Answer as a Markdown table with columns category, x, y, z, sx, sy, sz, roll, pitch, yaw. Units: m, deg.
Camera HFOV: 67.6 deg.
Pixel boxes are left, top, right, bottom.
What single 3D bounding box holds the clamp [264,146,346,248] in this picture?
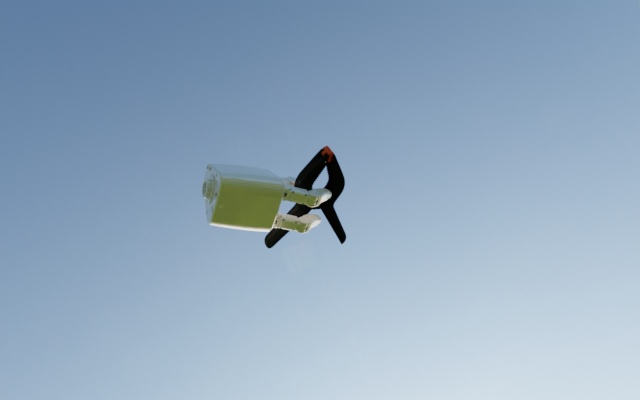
| category | x | y | z | sx | sy | sz | roll | pitch | yaw |
| --- | --- | --- | --- | --- | --- | --- | --- | --- | --- |
| clamp | 0.000 | 0.002 | 0.868 | 0.164 | 0.210 | 0.036 | 5 | 30 | -29 |
